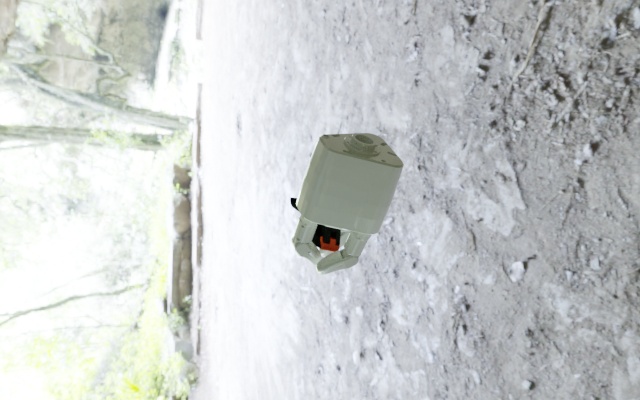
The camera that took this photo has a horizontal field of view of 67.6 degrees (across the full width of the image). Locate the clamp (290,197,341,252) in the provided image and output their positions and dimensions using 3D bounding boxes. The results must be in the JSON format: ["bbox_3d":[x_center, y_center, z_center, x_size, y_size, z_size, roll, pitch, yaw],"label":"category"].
[{"bbox_3d":[0.000,0.002,0.725,0.039,0.120,0.171,5,32,-25],"label":"clamp"}]
